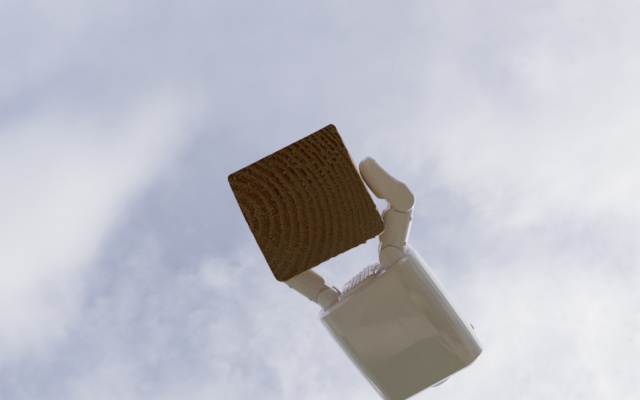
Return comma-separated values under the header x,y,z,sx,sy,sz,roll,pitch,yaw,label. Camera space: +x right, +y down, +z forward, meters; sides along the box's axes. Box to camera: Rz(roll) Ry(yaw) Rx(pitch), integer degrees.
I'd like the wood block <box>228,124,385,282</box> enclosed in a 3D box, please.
x,y,z,sx,sy,sz,roll,pitch,yaw,label
0.000,0.002,0.444,0.091,0.090,0.206,-27,-3,5,wood block
